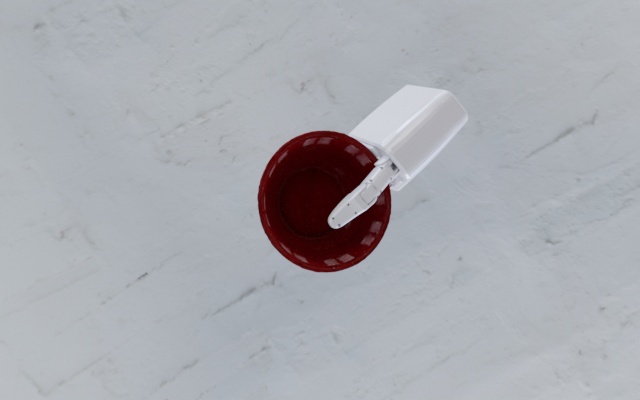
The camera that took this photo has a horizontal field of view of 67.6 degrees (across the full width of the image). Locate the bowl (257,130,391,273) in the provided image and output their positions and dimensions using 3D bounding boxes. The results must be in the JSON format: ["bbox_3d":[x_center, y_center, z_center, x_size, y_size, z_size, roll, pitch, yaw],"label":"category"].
[{"bbox_3d":[-0.001,0.003,0.563,0.162,0.162,0.055,0,-2,-20],"label":"bowl"}]
